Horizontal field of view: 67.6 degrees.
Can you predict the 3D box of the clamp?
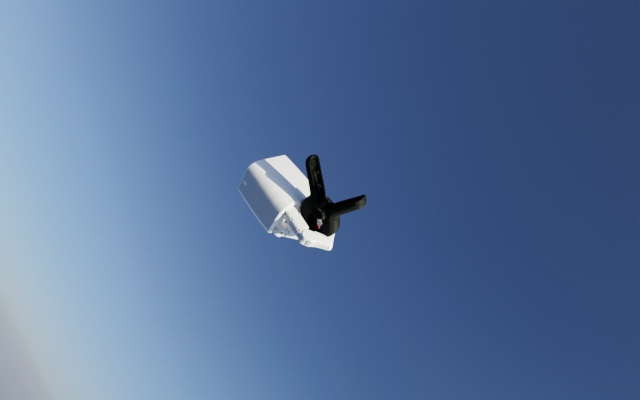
[{"bbox_3d":[0.001,0.003,0.808,0.039,0.120,0.171,-29,-16,-39],"label":"clamp"}]
